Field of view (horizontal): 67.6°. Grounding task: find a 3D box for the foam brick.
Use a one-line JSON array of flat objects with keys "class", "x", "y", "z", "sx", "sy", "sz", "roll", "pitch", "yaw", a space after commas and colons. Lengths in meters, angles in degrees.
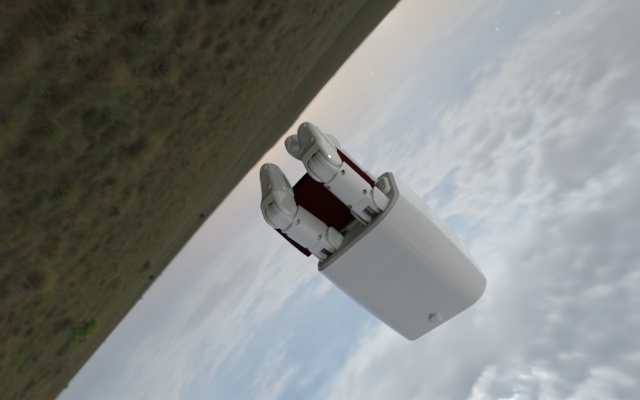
[{"class": "foam brick", "x": 0.000, "y": 0.001, "z": 0.421, "sx": 0.078, "sy": 0.051, "sz": 0.053, "roll": -44, "pitch": 9, "yaw": 32}]
